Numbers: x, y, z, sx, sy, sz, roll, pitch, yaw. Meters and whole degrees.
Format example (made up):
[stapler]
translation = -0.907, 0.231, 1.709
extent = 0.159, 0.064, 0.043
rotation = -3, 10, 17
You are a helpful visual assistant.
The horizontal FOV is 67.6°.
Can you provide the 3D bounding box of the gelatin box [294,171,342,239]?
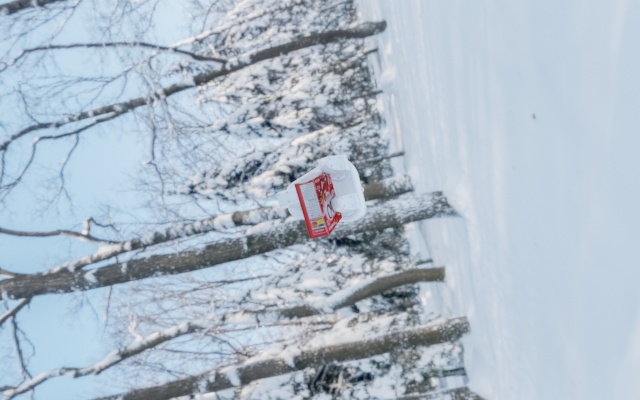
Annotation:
[gelatin box]
translation = 0.000, 0.002, 0.628
extent = 0.030, 0.073, 0.089
rotation = -13, 8, 16
